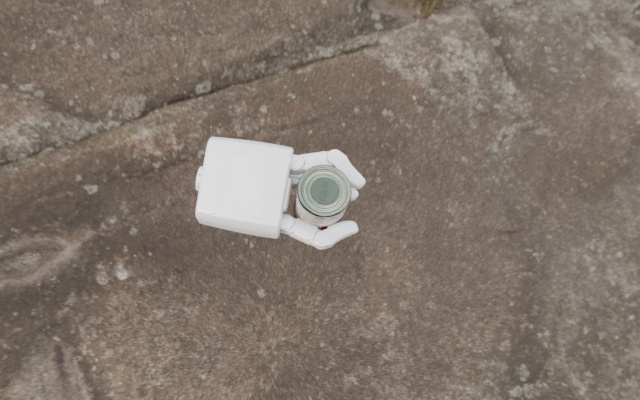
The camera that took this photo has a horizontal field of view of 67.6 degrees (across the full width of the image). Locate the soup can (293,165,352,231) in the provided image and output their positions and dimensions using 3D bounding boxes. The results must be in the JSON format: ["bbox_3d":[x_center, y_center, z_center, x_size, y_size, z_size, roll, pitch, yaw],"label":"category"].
[{"bbox_3d":[0.001,0.002,0.615,0.068,0.068,0.102,0,-17,-6],"label":"soup can"}]
